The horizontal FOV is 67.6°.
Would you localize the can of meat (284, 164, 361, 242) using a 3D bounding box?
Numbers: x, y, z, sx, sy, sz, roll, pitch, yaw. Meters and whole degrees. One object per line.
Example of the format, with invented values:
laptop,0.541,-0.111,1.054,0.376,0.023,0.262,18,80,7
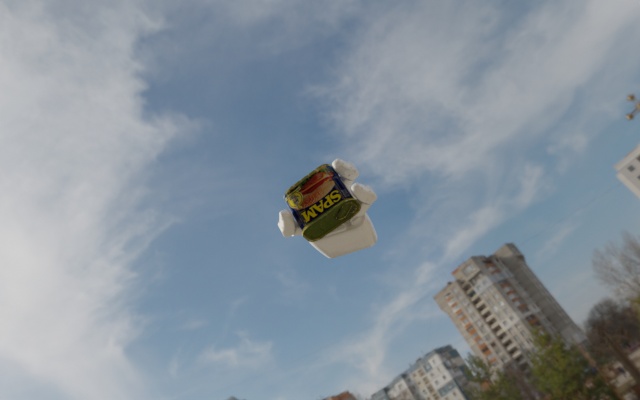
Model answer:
can of meat,0.000,0.002,0.771,0.102,0.084,0.057,-35,-31,6
